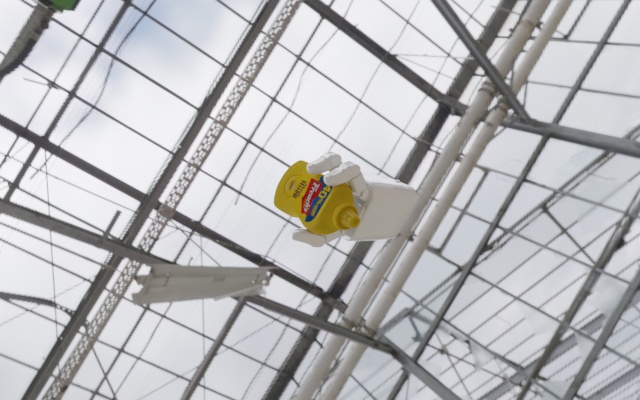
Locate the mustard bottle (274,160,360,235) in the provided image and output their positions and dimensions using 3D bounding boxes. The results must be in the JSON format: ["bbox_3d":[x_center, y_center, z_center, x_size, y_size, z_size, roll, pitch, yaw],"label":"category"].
[{"bbox_3d":[0.000,0.002,0.770,0.058,0.096,0.191,33,-2,-39],"label":"mustard bottle"}]
